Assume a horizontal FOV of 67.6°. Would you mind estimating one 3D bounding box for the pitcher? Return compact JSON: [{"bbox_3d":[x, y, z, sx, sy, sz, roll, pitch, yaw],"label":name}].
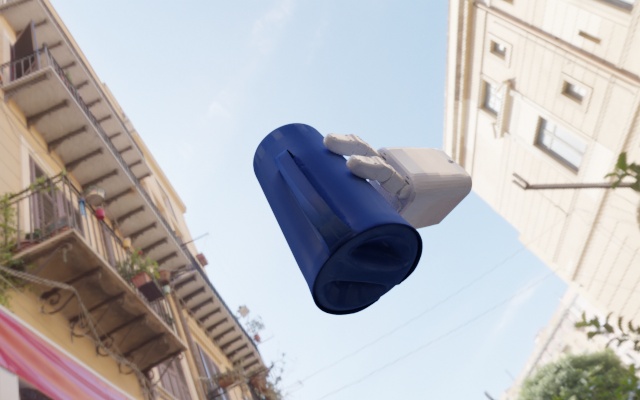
[{"bbox_3d":[0.000,0.002,0.574,0.145,0.149,0.242,-6,40,-28],"label":"pitcher"}]
